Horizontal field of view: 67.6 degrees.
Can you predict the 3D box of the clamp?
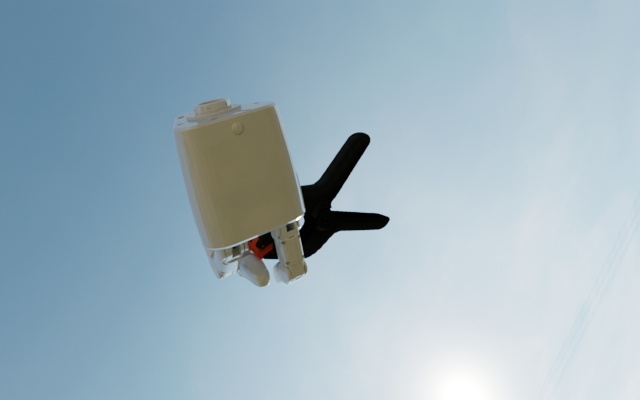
[{"bbox_3d":[0.000,0.002,0.507,0.171,0.120,0.039,-23,21,-28],"label":"clamp"}]
